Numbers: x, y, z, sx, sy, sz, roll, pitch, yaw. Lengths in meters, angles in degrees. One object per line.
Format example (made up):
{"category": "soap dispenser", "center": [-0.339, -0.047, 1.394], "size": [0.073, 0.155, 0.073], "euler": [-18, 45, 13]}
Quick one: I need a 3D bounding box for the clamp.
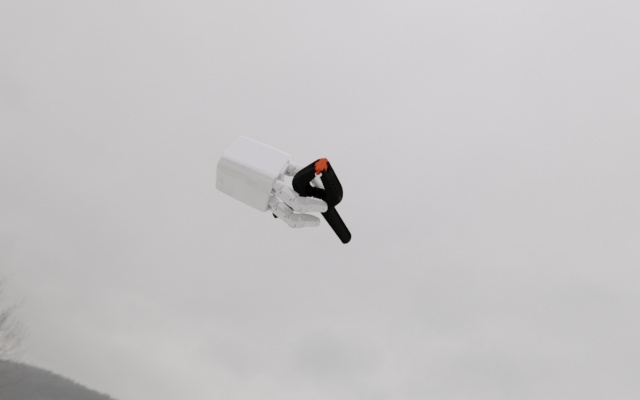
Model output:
{"category": "clamp", "center": [0.000, 0.002, 0.873], "size": [0.164, 0.036, 0.210], "euler": [23, -35, 1]}
